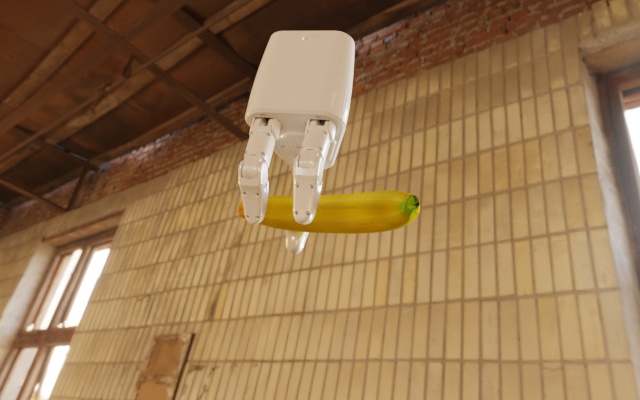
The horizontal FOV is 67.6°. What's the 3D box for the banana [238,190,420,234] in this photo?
[{"bbox_3d":[0.013,0.008,0.449,0.198,0.037,0.070,-5,-24,35],"label":"banana"}]
